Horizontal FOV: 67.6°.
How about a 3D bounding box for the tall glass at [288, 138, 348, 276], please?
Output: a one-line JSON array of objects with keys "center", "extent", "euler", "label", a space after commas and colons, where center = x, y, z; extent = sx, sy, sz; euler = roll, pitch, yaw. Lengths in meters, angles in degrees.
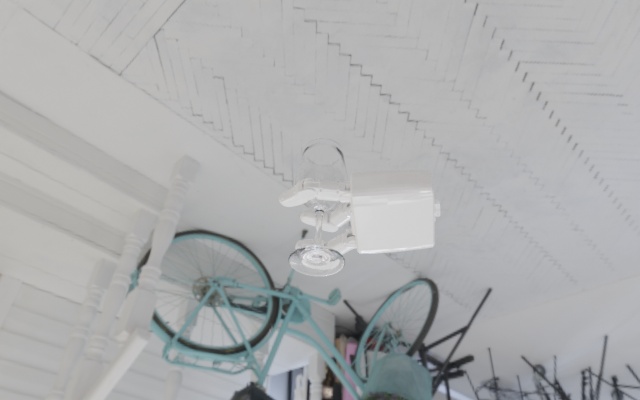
[{"center": [0.000, 0.003, 0.682], "extent": [0.079, 0.200, 0.079], "euler": [2, -38, 1], "label": "tall glass"}]
